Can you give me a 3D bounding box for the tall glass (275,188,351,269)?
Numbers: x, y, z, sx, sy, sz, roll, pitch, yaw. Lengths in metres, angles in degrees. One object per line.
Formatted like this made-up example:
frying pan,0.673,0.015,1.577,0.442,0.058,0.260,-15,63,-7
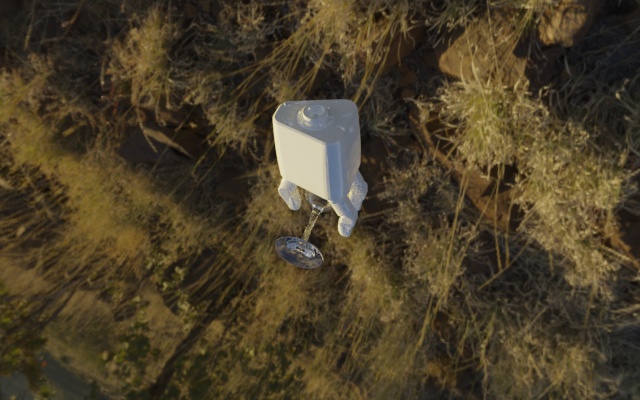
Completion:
tall glass,0.000,0.003,0.745,0.079,0.201,0.079,15,-37,12
